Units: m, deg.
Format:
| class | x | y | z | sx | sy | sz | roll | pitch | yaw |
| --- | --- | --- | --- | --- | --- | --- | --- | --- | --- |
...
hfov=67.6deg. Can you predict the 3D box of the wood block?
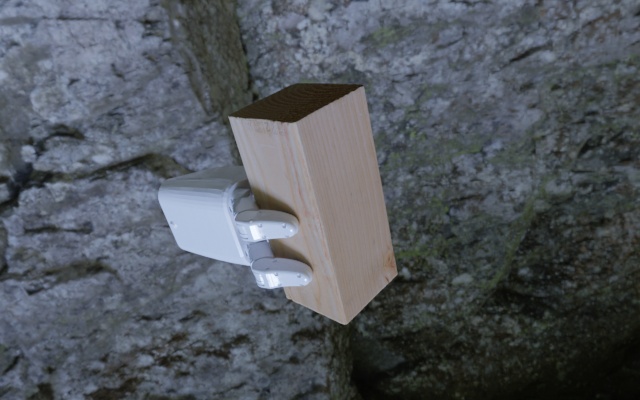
| class | x | y | z | sx | sy | sz | roll | pitch | yaw |
| --- | --- | --- | --- | --- | --- | --- | --- | --- | --- |
| wood block | 0.000 | 0.001 | 0.461 | 0.090 | 0.206 | 0.090 | 14 | 39 | 42 |
